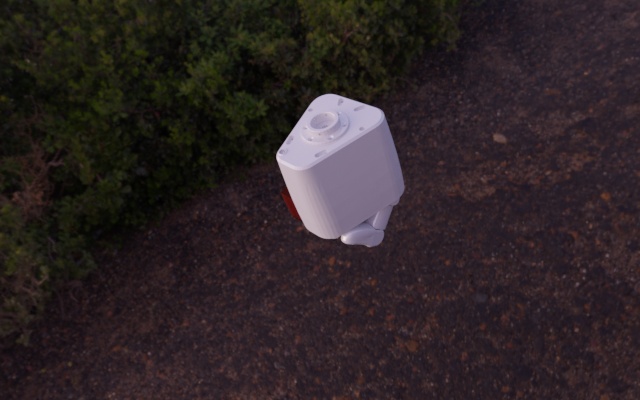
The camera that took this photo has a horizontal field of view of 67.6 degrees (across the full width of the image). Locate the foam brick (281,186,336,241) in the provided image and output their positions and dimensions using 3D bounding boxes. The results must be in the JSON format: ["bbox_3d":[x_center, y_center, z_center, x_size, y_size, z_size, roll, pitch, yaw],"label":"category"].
[{"bbox_3d":[0.000,0.002,0.589,0.078,0.053,0.051,27,-25,38],"label":"foam brick"}]
